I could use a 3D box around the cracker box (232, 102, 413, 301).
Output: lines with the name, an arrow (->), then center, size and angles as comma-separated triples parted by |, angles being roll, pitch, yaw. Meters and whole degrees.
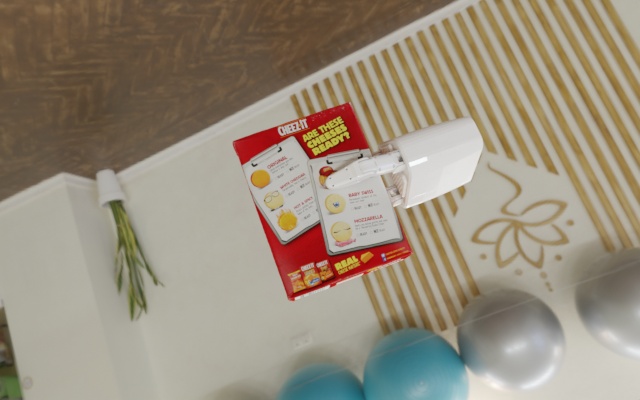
cracker box -> 0.000, 0.002, 0.620 | 0.164, 0.213, 0.072 | -20, -13, -7
